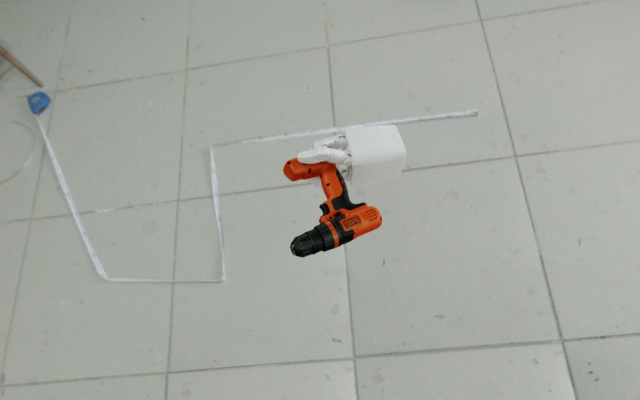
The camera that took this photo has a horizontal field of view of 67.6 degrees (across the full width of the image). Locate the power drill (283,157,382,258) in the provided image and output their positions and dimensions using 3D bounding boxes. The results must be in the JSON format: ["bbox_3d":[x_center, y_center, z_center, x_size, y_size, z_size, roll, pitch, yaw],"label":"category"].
[{"bbox_3d":[0.000,0.002,0.899,0.184,0.187,0.057,-19,-20,-21],"label":"power drill"}]
